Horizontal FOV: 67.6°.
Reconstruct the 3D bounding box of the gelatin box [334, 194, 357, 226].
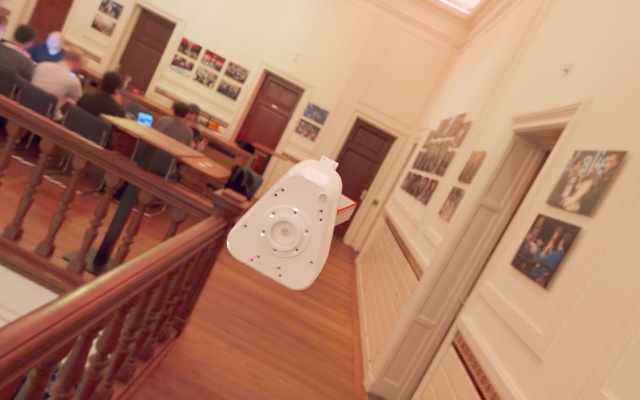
[{"bbox_3d":[0.000,0.002,0.619,0.073,0.030,0.089,31,16,14],"label":"gelatin box"}]
